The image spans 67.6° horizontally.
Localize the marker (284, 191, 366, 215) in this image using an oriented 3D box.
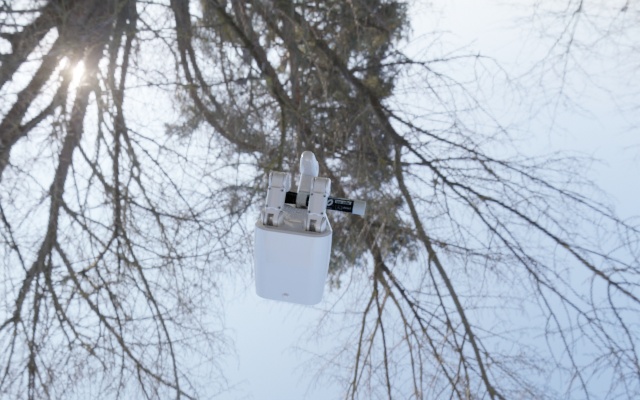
[{"bbox_3d":[0.000,0.002,0.644,0.121,0.020,0.020,8,1,7],"label":"marker"}]
